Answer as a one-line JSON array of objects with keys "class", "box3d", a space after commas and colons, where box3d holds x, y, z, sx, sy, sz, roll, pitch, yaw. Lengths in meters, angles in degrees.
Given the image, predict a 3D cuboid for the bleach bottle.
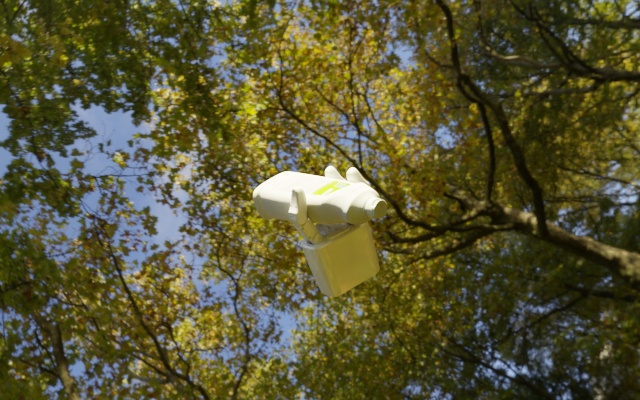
[{"class": "bleach bottle", "box3d": [0.000, 0.002, 0.786, 0.102, 0.068, 0.251, -35, 29, -32]}]
